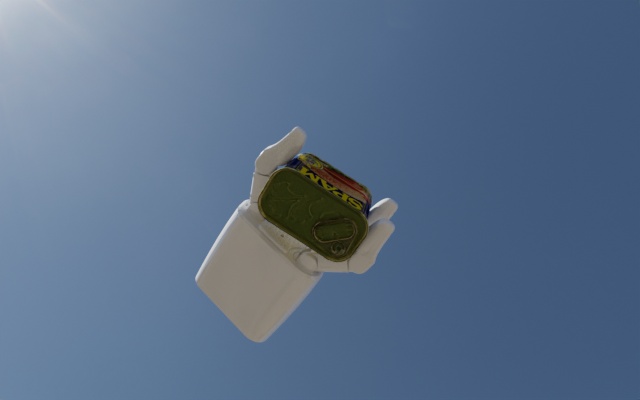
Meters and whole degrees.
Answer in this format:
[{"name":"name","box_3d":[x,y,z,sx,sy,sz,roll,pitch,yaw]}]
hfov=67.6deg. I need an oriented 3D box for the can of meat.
[{"name":"can of meat","box_3d":[0.000,0.001,0.468,0.102,0.057,0.084,33,21,-1]}]
